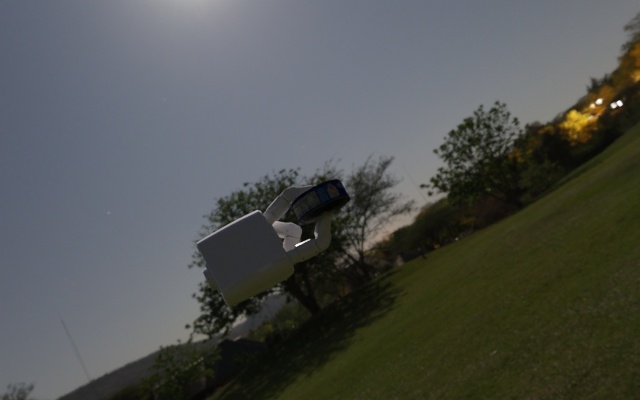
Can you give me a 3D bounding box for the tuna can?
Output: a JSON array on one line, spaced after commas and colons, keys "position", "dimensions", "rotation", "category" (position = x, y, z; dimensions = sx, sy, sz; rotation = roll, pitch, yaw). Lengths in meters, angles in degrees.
[{"position": [0.000, 0.002, 0.722], "dimensions": [0.086, 0.033, 0.086], "rotation": [-26, -12, -6], "category": "tuna can"}]
